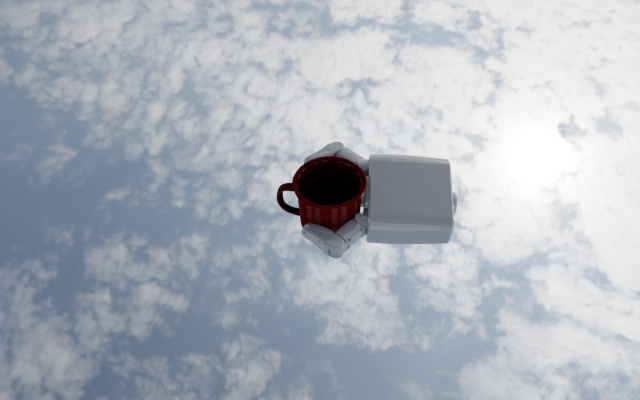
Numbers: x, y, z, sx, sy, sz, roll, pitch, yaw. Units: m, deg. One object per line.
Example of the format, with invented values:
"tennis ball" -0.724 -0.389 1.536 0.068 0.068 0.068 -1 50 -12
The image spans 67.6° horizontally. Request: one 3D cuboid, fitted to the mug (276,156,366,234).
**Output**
"mug" -0.001 0.002 0.627 0.117 0.093 0.082 3 -42 5
